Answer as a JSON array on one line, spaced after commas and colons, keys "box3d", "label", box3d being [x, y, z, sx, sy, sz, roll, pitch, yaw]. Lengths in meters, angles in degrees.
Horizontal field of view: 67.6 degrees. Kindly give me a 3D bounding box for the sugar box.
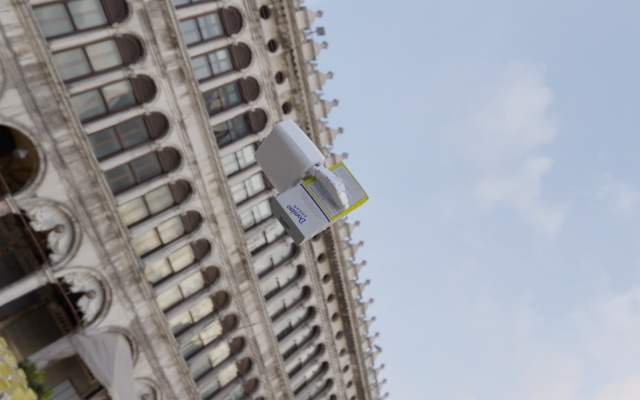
[{"box3d": [0.000, 0.003, 0.892, 0.176, 0.093, 0.048, -30, -12, -33], "label": "sugar box"}]
